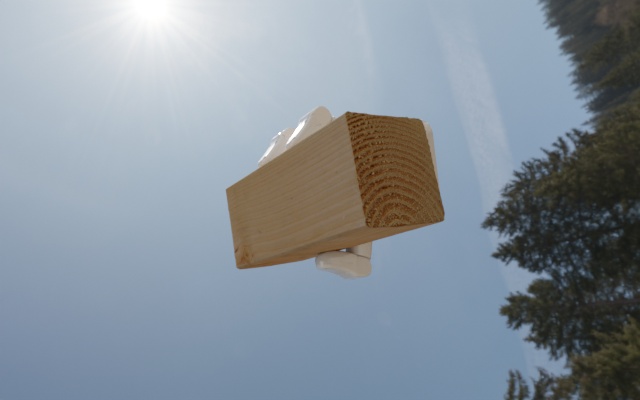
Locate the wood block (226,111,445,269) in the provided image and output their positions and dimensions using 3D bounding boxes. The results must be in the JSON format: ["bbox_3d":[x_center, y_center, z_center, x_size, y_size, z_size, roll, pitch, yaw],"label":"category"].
[{"bbox_3d":[0.000,0.002,0.447,0.090,0.091,0.206,-3,-13,-37],"label":"wood block"}]
